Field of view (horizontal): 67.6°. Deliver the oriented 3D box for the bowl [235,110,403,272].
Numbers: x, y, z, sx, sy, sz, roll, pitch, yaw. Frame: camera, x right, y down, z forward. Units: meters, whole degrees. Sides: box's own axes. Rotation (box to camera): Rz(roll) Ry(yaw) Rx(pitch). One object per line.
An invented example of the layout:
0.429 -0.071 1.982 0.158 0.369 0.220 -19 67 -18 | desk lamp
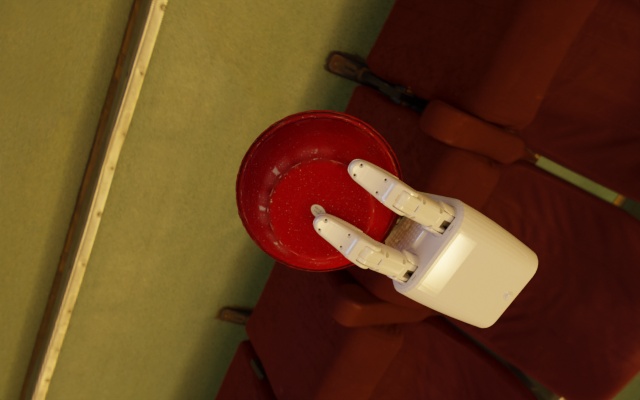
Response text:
-0.001 0.001 0.435 0.162 0.162 0.055 0 16 -1 | bowl
